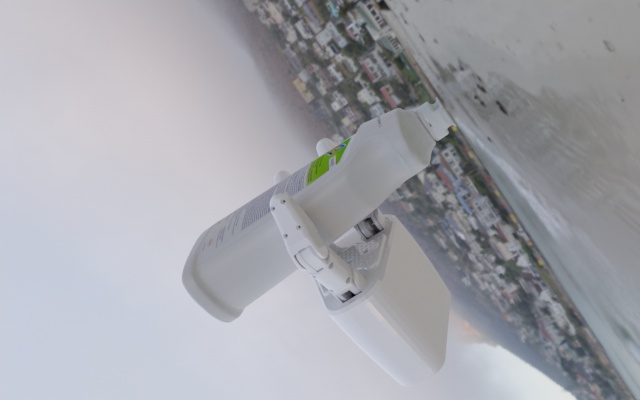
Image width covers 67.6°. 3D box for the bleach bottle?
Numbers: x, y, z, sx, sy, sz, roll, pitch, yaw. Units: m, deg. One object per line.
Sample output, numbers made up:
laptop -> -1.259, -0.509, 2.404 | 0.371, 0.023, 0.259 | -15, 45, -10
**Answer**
bleach bottle -> 0.000, 0.001, 0.405 | 0.251, 0.068, 0.102 | -34, 22, 18
